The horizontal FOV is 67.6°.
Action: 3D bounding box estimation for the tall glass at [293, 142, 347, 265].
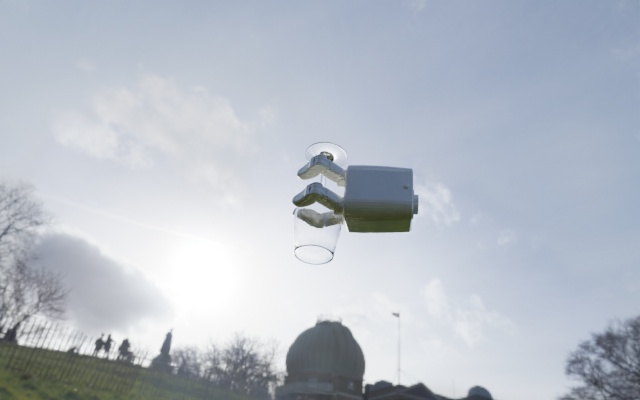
[{"bbox_3d":[0.000,0.002,0.785,0.079,0.201,0.079,5,-35,4],"label":"tall glass"}]
